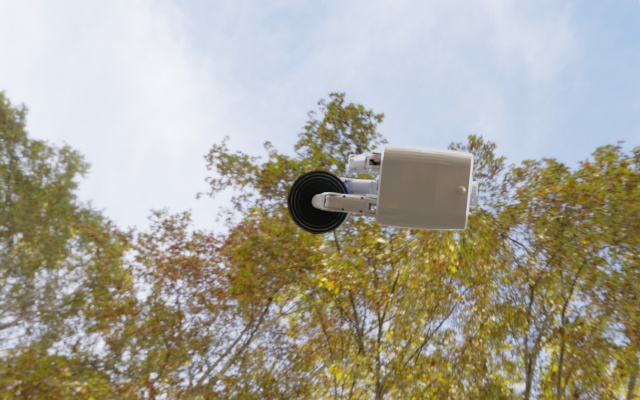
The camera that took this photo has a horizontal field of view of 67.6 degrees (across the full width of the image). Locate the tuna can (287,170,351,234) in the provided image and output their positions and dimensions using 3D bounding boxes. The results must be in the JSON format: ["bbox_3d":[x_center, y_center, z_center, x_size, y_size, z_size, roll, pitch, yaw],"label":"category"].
[{"bbox_3d":[0.000,0.002,0.653,0.086,0.086,0.034,0,0,11],"label":"tuna can"}]
